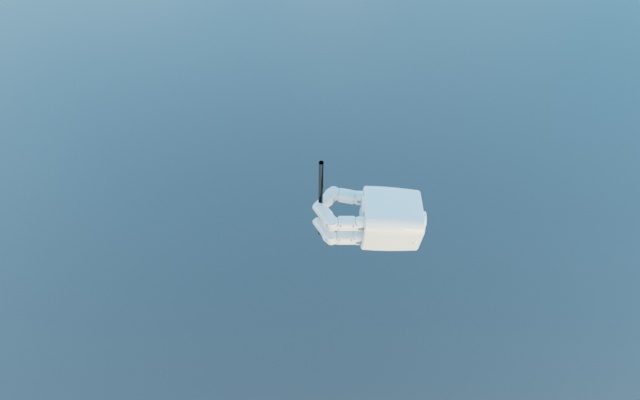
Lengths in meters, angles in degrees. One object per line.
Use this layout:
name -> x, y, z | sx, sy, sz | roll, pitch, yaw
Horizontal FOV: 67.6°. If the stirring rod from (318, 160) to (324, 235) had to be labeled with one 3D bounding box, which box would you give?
stirring rod -> 0.000, 0.003, 0.855 | 0.011, 0.011, 0.240 | 0, -31, -1
